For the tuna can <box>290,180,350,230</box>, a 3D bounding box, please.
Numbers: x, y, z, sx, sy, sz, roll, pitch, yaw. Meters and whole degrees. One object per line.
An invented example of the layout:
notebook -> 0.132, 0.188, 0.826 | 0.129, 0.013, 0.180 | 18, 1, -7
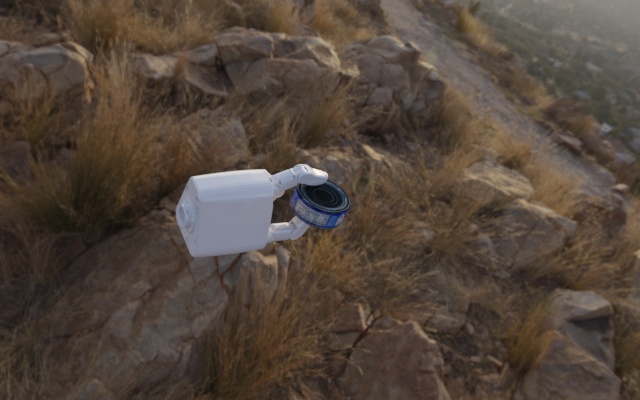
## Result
tuna can -> 0.000, 0.002, 0.714 | 0.086, 0.034, 0.086 | 16, 34, -12
